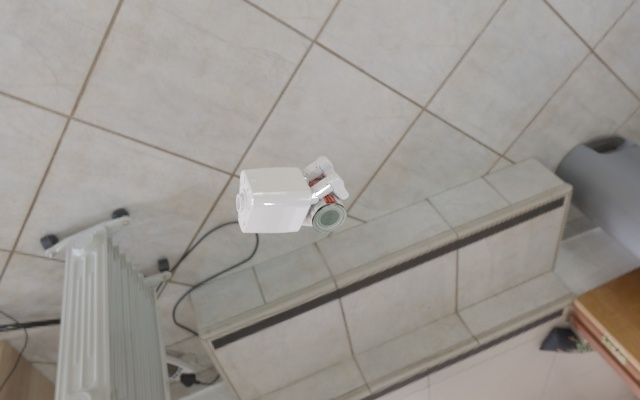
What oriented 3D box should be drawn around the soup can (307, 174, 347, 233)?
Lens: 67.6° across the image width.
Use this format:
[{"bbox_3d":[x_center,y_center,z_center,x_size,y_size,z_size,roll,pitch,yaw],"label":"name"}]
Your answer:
[{"bbox_3d":[0.001,0.003,0.878,0.068,0.068,0.102,0,36,-24],"label":"soup can"}]
